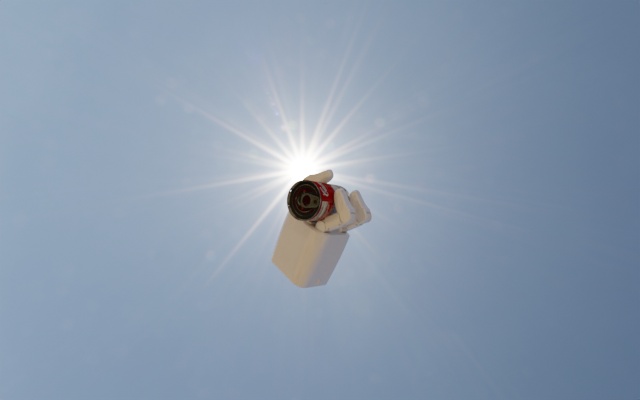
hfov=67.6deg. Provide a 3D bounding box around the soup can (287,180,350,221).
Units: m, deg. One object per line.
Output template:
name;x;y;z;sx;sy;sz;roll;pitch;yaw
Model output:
soup can;0.000;0.002;0.817;0.068;0.068;0.102;0;-3;34
